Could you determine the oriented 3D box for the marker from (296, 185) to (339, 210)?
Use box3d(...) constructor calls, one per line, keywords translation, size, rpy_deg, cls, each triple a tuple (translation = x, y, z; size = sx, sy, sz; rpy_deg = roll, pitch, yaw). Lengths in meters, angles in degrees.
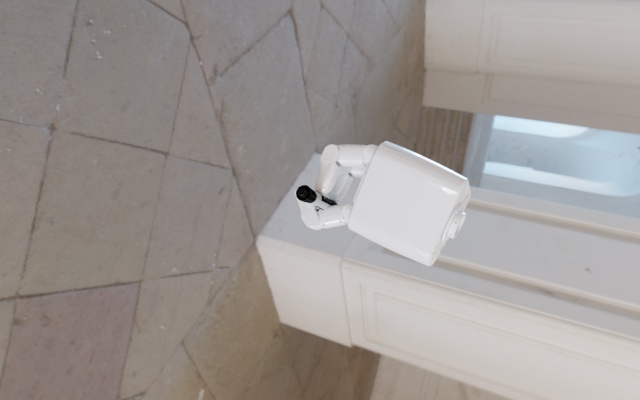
box3d(translation=(0.000, 0.002, 0.580), size=(0.020, 0.020, 0.121), rpy_deg=(0, -11, 20), cls="marker")
